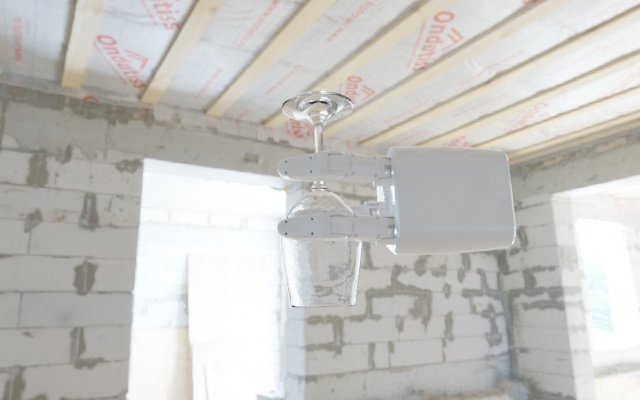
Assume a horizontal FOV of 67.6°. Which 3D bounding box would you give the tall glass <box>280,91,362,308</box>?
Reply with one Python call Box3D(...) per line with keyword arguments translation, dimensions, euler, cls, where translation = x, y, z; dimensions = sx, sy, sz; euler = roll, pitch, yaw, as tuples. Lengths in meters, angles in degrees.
Box3D(translation=(0.000, 0.001, 0.466), dimensions=(0.079, 0.201, 0.079), euler=(-1, -13, 0), cls="tall glass")
